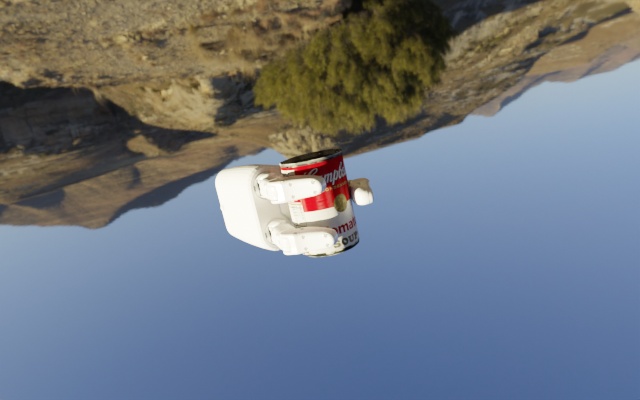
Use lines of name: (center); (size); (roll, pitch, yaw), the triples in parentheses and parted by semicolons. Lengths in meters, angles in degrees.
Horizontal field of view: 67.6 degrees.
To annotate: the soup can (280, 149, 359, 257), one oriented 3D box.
soup can: (0.001, 0.002, 0.513); (0.068, 0.102, 0.068); (-12, 12, 3)
